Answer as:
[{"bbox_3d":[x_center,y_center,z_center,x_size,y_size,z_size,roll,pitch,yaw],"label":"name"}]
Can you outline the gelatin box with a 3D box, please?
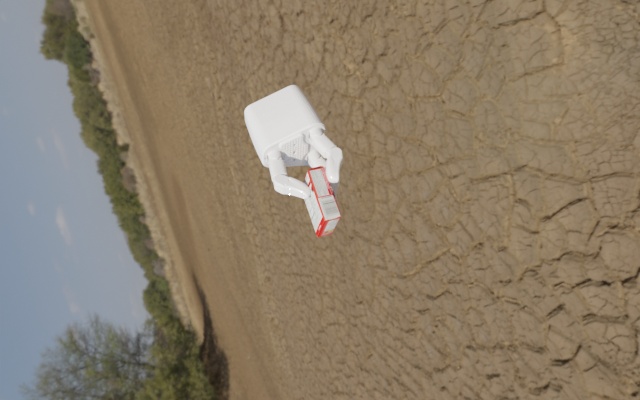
[{"bbox_3d":[0.000,0.003,0.739,0.030,0.089,0.073,-13,-21,-16],"label":"gelatin box"}]
